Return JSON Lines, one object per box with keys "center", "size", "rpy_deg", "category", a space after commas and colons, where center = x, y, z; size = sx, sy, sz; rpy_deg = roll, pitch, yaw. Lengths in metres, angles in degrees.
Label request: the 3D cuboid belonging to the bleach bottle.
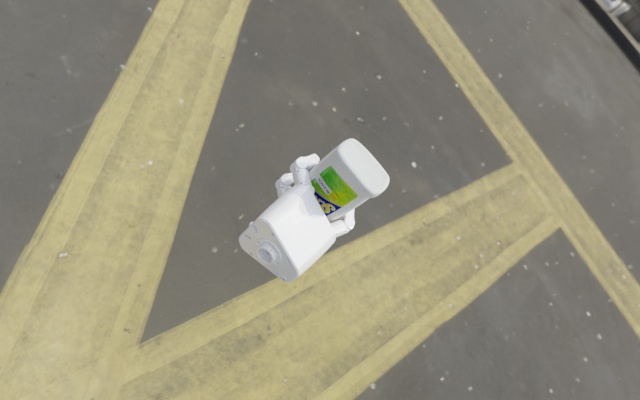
{"center": [0.000, 0.003, 0.818], "size": [0.068, 0.102, 0.251], "rpy_deg": [-40, -1, -45], "category": "bleach bottle"}
